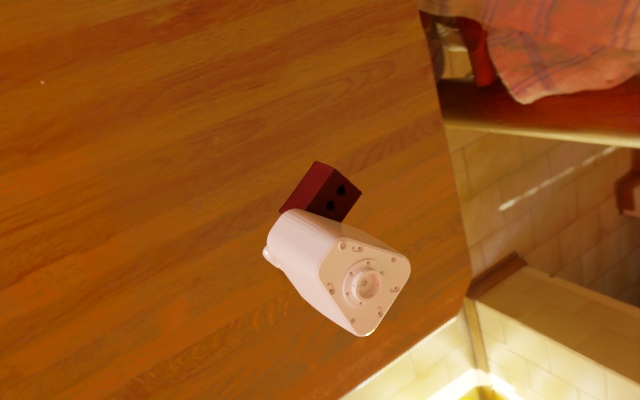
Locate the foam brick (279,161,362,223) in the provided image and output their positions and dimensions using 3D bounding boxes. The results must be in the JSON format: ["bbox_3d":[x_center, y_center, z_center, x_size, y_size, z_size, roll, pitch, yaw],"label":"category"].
[{"bbox_3d":[0.000,0.002,0.565,0.053,0.078,0.051,39,-8,-31],"label":"foam brick"}]
